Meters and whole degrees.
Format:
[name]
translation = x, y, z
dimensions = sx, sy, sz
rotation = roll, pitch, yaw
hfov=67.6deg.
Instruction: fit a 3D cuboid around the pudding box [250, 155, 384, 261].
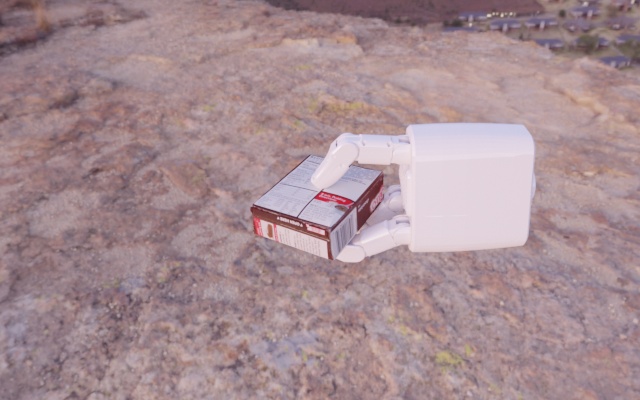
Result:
[pudding box]
translation = 0.000, 0.001, 0.470
dimensions = 0.090, 0.039, 0.113
rotation = 15, 37, 27
